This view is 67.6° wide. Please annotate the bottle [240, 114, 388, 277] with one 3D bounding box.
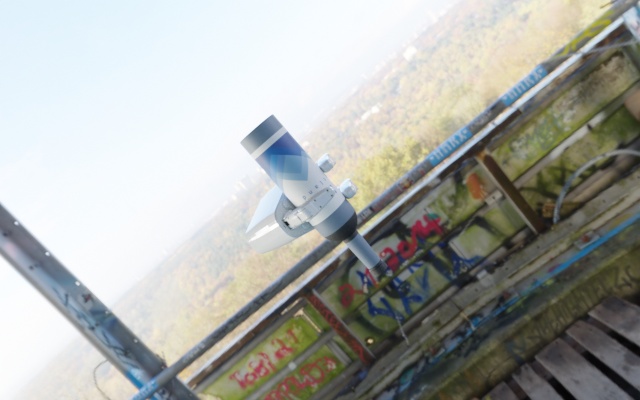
[{"bbox_3d":[0.000,0.002,0.731,0.069,0.296,0.069,-40,9,8],"label":"bottle"}]
